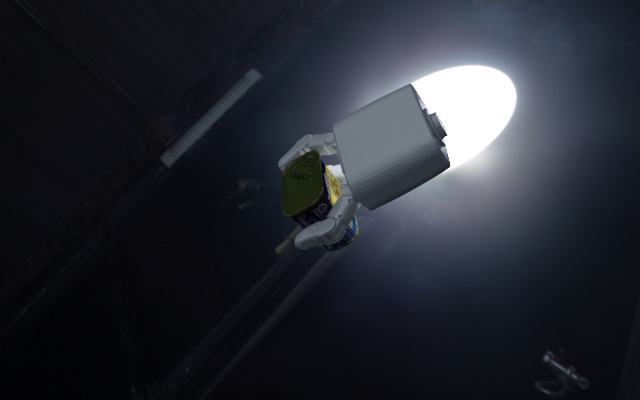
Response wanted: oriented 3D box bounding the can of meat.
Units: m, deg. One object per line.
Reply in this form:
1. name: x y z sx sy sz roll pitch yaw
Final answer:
1. can of meat: 0.000 0.002 0.587 0.057 0.102 0.084 -30 -54 19
